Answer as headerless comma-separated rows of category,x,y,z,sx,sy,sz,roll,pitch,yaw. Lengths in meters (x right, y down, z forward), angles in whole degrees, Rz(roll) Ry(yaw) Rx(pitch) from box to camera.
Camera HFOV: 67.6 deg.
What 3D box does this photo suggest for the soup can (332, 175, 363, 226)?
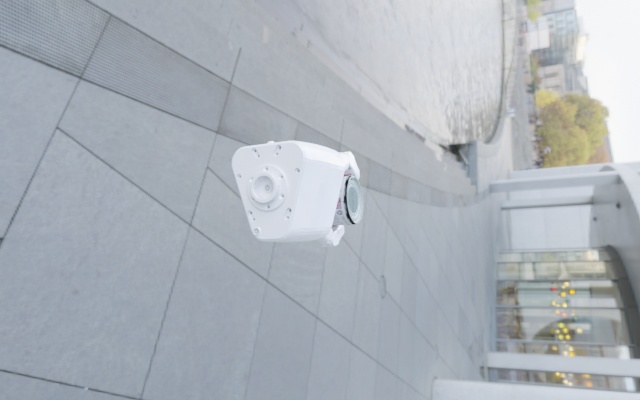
soup can,0.001,0.002,0.656,0.102,0.068,0.068,-4,-2,23
